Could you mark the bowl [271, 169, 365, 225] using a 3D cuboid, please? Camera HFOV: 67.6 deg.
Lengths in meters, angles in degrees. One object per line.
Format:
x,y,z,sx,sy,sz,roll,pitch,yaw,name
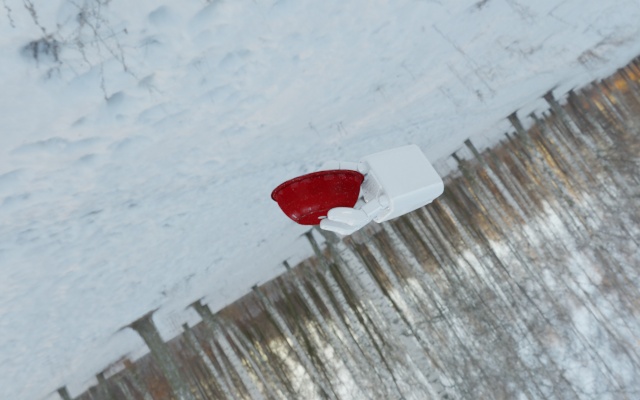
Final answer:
-0.001,0.003,0.799,0.162,0.055,0.162,-10,-16,-3,bowl
